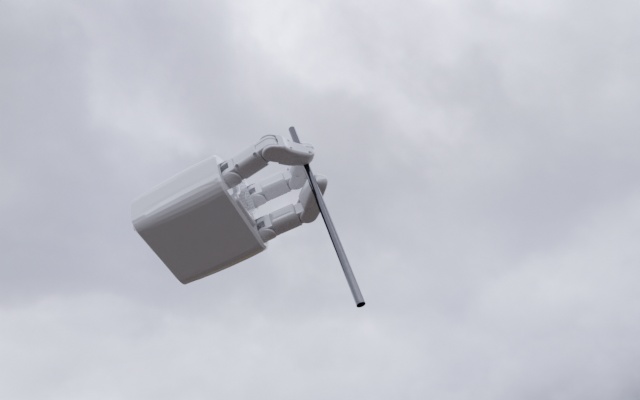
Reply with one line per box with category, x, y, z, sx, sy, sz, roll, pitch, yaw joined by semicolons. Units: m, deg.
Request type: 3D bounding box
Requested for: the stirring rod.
stirring rod;0.000;0.002;0.469;0.011;0.011;0.239;0;44;-23
